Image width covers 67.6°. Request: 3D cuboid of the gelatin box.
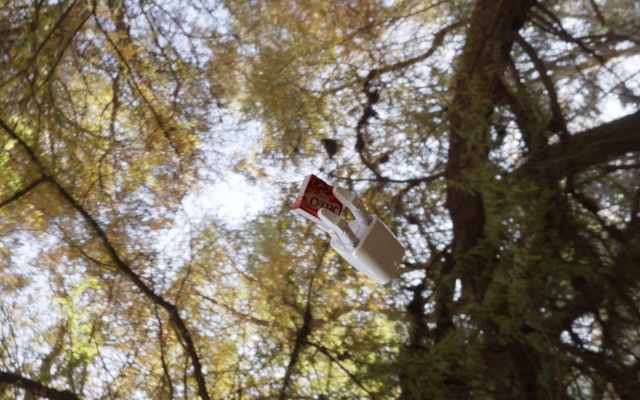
[{"bbox_3d":[0.000,0.003,0.890,0.089,0.073,0.030,31,-22,-25],"label":"gelatin box"}]
